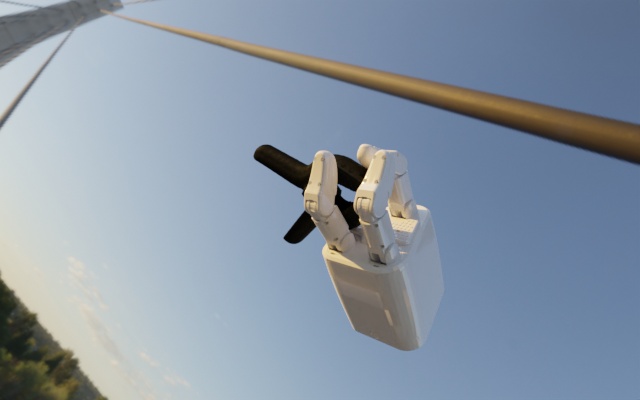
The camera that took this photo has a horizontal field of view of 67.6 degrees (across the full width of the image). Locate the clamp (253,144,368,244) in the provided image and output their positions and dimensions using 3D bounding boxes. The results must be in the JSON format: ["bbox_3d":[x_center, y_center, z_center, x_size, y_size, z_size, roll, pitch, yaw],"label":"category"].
[{"bbox_3d":[0.001,0.001,0.503,0.171,0.120,0.039,11,38,45],"label":"clamp"}]
